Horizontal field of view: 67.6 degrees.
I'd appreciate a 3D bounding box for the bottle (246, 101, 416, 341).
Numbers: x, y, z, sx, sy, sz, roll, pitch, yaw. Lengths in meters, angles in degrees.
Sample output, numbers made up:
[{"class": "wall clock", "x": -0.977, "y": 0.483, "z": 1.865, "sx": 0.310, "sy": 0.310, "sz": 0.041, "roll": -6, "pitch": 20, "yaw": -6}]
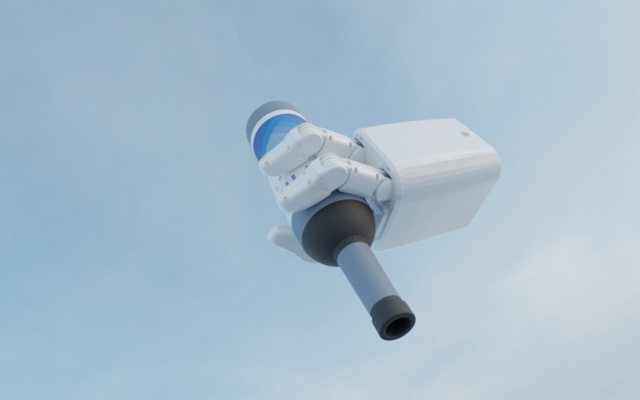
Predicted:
[{"class": "bottle", "x": 0.000, "y": 0.001, "z": 0.425, "sx": 0.069, "sy": 0.069, "sz": 0.295, "roll": 0, "pitch": 34, "yaw": -25}]
